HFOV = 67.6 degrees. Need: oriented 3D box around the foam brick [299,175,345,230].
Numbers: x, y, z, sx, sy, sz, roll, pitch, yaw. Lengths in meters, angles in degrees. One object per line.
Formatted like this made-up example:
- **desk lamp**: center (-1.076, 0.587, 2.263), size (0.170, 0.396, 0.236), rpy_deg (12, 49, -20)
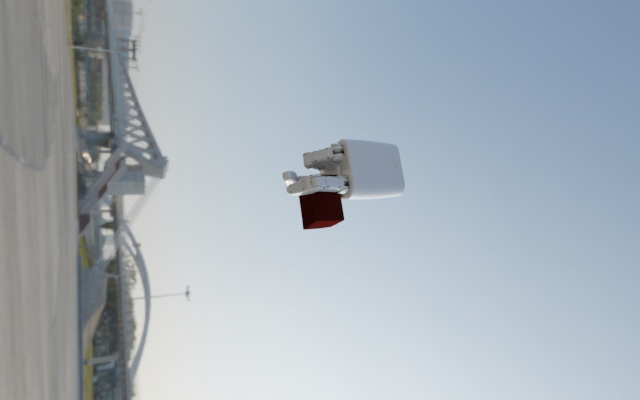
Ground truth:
- **foam brick**: center (0.000, 0.003, 0.763), size (0.051, 0.078, 0.053), rpy_deg (0, -16, -27)
